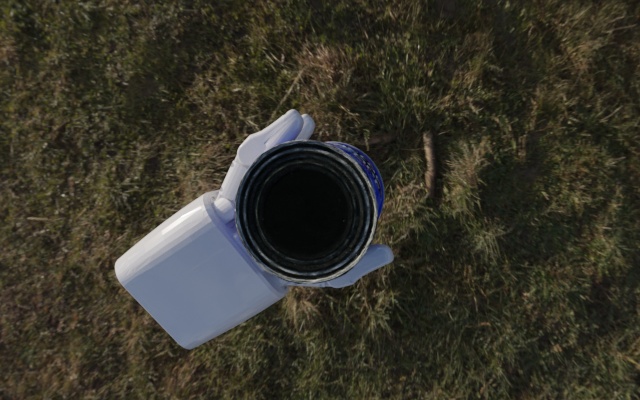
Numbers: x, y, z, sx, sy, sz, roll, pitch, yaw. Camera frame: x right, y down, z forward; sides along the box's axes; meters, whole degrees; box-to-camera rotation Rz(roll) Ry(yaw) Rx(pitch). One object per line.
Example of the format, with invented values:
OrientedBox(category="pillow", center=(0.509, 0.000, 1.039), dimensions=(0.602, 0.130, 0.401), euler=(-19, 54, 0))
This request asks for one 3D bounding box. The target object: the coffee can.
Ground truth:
OrientedBox(category="coffee can", center=(0.000, 0.001, 0.400), dimensions=(0.103, 0.103, 0.140), euler=(0, 6, 9))
